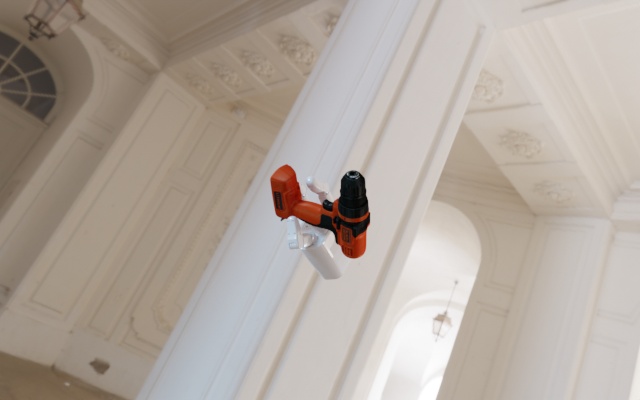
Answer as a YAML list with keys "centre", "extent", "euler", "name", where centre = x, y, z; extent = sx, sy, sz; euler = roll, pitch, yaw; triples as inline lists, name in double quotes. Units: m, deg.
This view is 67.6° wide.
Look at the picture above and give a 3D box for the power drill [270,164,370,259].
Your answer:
- centre: [0.000, 0.003, 0.832]
  extent: [0.187, 0.185, 0.057]
  euler: [25, 47, 29]
  name: "power drill"
